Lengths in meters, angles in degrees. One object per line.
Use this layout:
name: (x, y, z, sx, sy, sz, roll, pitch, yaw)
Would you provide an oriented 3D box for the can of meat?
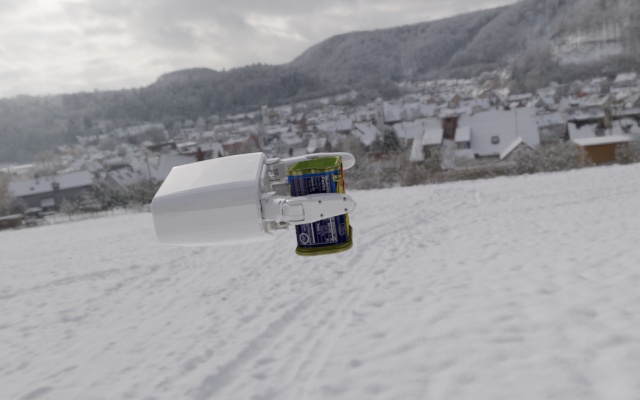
can of meat: (0.000, 0.001, 0.493, 0.057, 0.084, 0.102, -7, 10, 5)
